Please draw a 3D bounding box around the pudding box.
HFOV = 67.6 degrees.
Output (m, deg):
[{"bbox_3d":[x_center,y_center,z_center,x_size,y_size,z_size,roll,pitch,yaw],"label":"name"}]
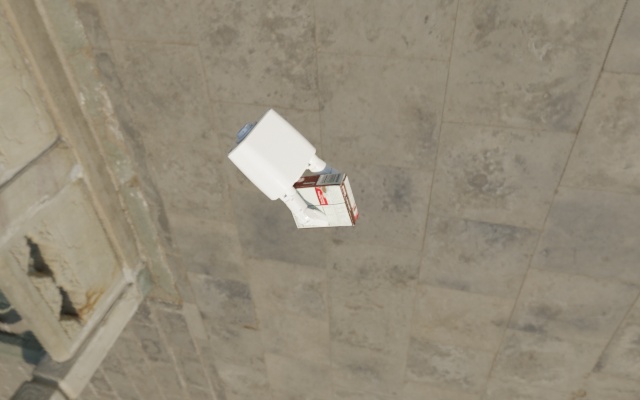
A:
[{"bbox_3d":[0.000,0.003,0.826,0.113,0.090,0.039,-3,35,25],"label":"pudding box"}]
